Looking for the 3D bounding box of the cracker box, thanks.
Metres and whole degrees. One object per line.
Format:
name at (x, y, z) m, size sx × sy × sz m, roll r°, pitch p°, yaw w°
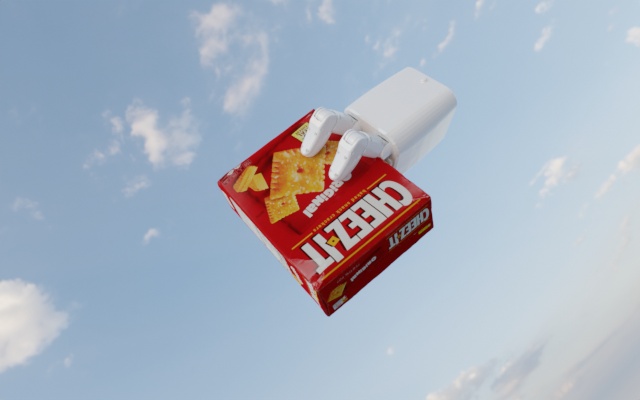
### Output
cracker box at (0.000, 0.002, 0.572) m, size 0.213 × 0.164 × 0.072 m, roll 42°, pitch -16°, yaw 35°
